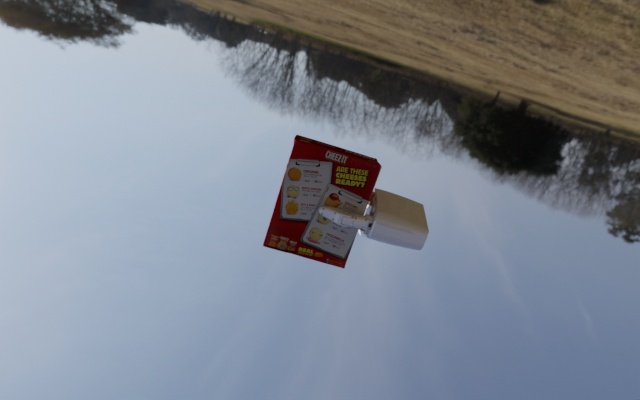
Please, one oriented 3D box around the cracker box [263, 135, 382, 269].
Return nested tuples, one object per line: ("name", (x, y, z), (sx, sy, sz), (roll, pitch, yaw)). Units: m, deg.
("cracker box", (0.000, 0.003, 0.899), (0.164, 0.214, 0.072), (16, 16, -7))
